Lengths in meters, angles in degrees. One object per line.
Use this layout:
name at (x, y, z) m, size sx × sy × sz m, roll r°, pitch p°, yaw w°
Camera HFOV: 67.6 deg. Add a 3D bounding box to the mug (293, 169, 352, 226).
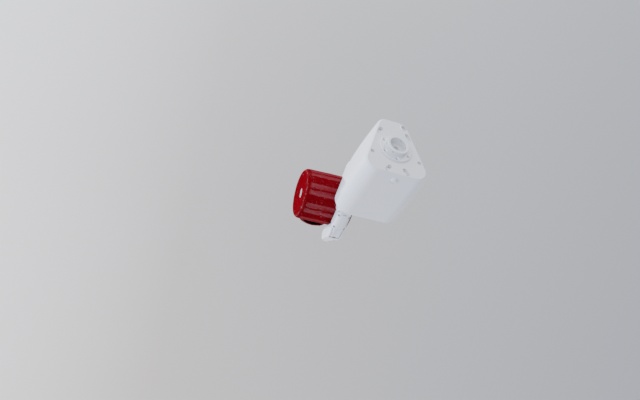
mug at (-0.001, 0.003, 0.787) m, size 0.081 × 0.093 × 0.117 m, roll 13°, pitch -38°, yaw -16°
